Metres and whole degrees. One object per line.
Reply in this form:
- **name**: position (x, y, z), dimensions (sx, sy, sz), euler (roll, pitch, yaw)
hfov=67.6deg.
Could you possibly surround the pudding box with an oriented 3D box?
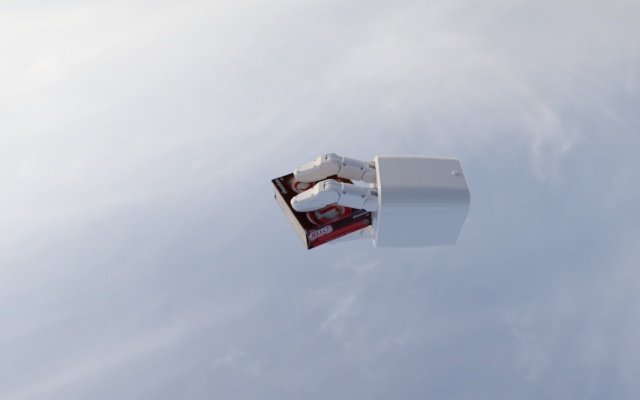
- **pudding box**: position (0.000, 0.002, 0.603), dimensions (0.090, 0.039, 0.113), euler (-20, 41, -18)
